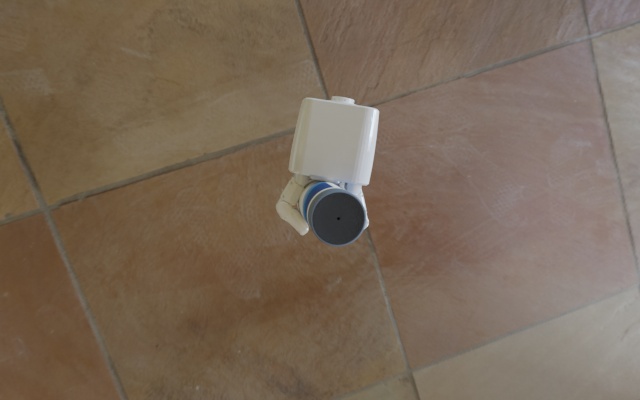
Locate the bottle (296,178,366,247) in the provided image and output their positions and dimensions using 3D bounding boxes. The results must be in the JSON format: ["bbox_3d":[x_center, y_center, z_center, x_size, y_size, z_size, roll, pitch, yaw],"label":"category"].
[{"bbox_3d":[0.000,0.002,0.696,0.069,0.069,0.295,0,7,-8],"label":"bottle"}]
